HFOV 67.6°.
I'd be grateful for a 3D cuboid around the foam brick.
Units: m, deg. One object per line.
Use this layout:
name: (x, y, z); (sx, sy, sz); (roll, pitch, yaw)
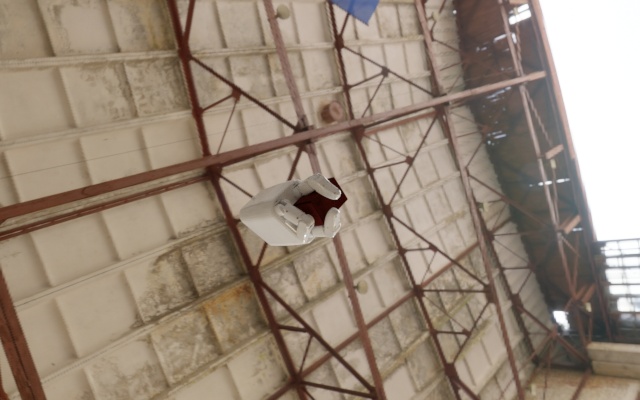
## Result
foam brick: (0.000, 0.003, 0.857); (0.051, 0.053, 0.078); (-11, 27, 46)
